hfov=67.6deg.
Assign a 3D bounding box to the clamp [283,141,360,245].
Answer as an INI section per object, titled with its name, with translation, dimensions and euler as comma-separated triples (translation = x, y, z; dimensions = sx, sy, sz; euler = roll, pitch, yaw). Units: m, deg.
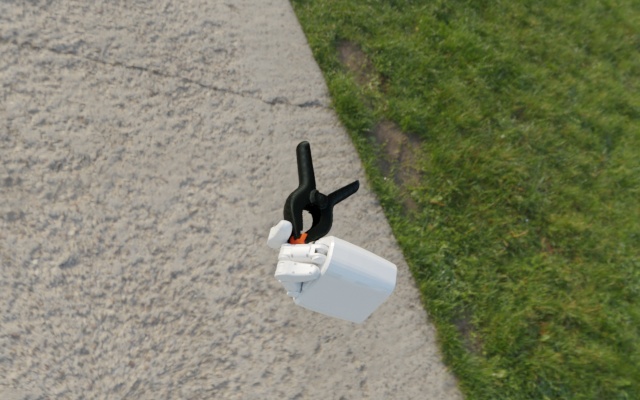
[clamp]
translation = 0.000, 0.002, 0.713
dimensions = 0.120, 0.171, 0.039
euler = 25, -31, -18
